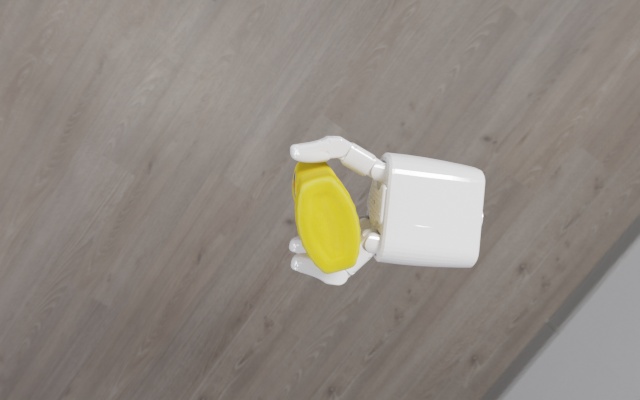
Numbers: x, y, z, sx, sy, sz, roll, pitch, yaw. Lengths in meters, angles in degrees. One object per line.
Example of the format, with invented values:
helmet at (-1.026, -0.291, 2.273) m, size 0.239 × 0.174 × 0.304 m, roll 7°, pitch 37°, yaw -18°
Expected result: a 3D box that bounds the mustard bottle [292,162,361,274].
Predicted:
mustard bottle at (0.000, 0.002, 0.527) m, size 0.058 × 0.096 × 0.191 m, roll -17°, pitch 15°, yaw -1°
